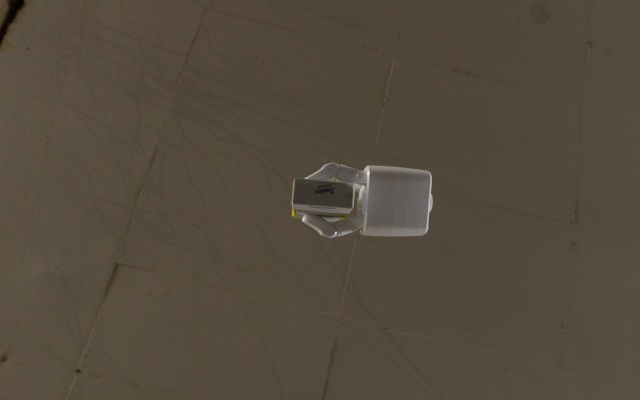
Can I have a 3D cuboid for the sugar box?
[{"bbox_3d":[0.000,0.002,0.788,0.093,0.048,0.176,5,-12,-3],"label":"sugar box"}]
